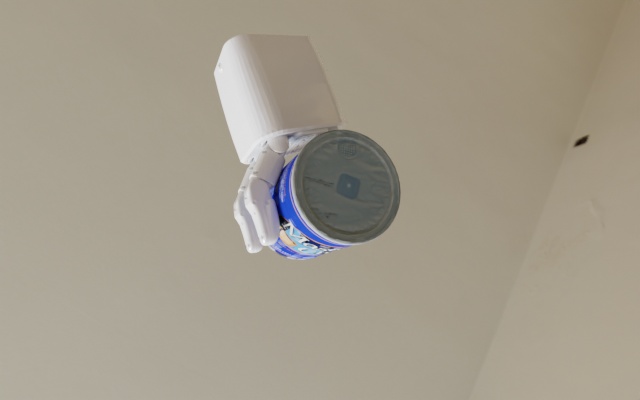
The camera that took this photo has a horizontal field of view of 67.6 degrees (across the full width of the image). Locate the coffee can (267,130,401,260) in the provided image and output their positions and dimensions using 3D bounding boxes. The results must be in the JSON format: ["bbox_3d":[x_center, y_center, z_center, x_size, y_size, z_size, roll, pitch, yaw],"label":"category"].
[{"bbox_3d":[0.000,0.002,0.475,0.103,0.102,0.140,0,-12,-22],"label":"coffee can"}]
